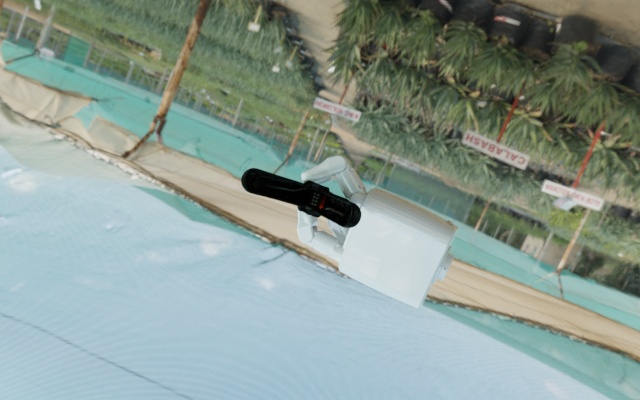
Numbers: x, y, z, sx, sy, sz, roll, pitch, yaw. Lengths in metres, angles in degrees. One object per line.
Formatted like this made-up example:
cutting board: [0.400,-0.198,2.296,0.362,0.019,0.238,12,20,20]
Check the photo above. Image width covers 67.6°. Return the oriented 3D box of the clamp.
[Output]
clamp: [0.000,0.002,0.516,0.120,0.039,0.171,26,6,17]
